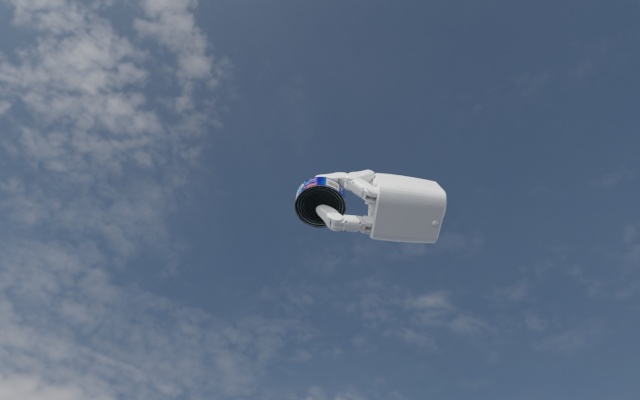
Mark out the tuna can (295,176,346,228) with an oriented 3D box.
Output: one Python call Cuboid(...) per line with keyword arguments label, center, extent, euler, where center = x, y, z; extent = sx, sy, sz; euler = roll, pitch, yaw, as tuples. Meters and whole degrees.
Cuboid(label="tuna can", center=(0.000, 0.002, 0.809), extent=(0.086, 0.086, 0.033), euler=(0, 34, 2))
